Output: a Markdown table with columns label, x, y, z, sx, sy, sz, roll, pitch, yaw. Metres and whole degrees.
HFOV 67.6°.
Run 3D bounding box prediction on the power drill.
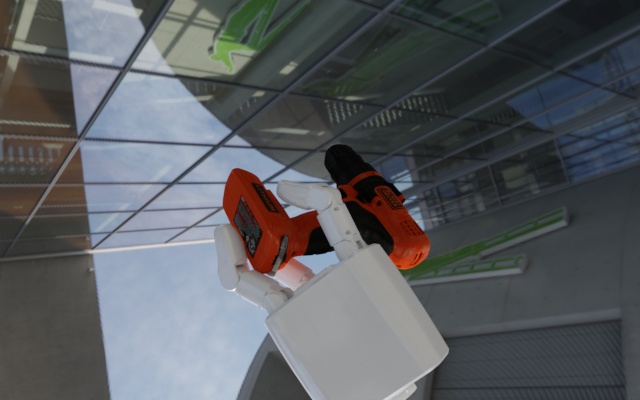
| label | x | y | z | sx | sy | sz | roll | pitch | yaw |
| --- | --- | --- | --- | --- | --- | --- | --- | --- | --- |
| power drill | 0.000 | 0.002 | 0.495 | 0.187 | 0.057 | 0.184 | -5 | 42 | -32 |
